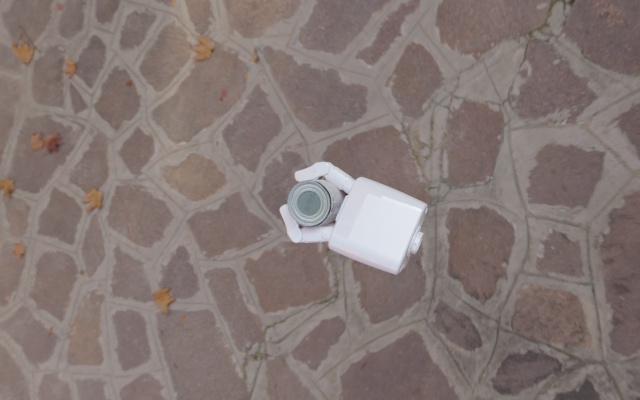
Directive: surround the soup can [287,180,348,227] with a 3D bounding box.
[{"bbox_3d":[0.000,0.002,0.715,0.068,0.068,0.102,0,3,20],"label":"soup can"}]
